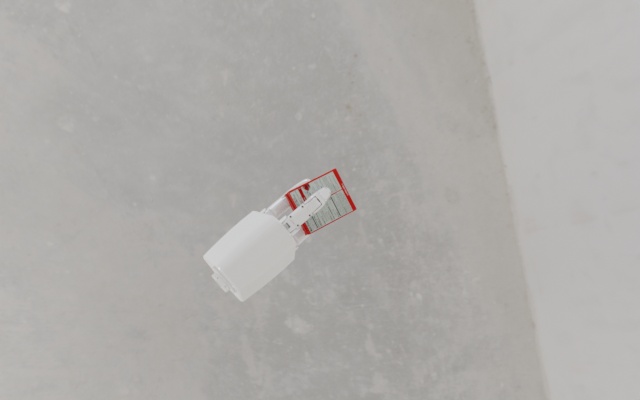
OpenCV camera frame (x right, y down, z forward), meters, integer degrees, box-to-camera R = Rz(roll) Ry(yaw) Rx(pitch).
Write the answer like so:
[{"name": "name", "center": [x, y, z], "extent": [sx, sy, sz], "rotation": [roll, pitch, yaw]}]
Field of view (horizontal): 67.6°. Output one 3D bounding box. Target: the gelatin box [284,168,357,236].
[{"name": "gelatin box", "center": [0.001, 0.002, 0.737], "extent": [0.089, 0.073, 0.030], "rotation": [-27, -1, -14]}]
